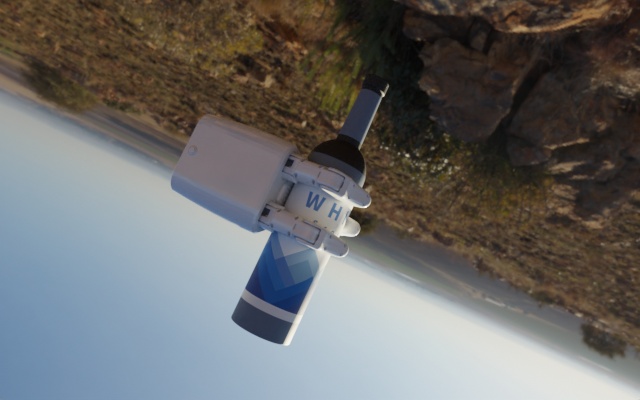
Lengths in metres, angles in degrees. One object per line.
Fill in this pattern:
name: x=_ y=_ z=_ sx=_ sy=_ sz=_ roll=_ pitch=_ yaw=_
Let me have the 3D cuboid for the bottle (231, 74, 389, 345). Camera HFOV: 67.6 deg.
bottle: x=0.000 y=0.002 z=0.506 sx=0.069 sy=0.295 sz=0.069 roll=25 pitch=-6 yaw=3
